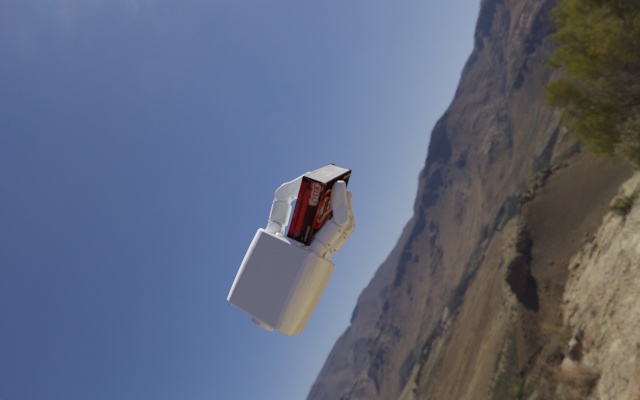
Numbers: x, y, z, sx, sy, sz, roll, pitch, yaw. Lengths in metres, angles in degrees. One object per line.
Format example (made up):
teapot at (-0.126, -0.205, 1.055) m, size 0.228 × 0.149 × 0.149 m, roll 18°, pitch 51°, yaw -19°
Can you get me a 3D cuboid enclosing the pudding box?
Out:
pudding box at (0.000, 0.002, 0.657) m, size 0.039 × 0.090 × 0.113 m, roll 22°, pitch 20°, yaw 13°
